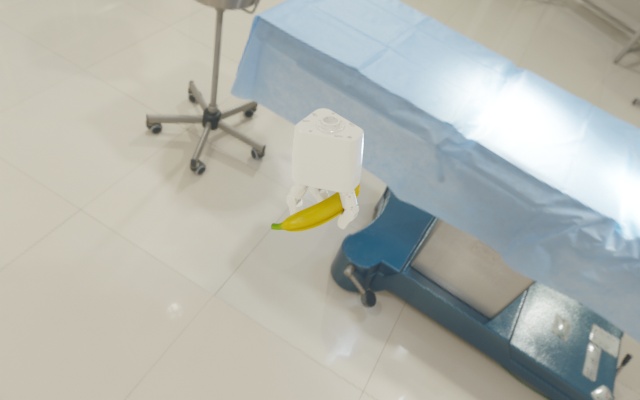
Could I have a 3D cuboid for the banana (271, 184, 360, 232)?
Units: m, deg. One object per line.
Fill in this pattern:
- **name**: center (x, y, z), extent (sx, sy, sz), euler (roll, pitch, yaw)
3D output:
- **banana**: center (0.008, 0.011, 0.867), extent (0.198, 0.037, 0.069), euler (-25, 33, -25)
